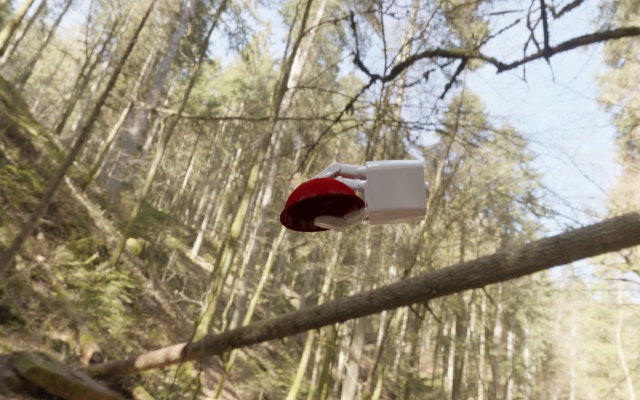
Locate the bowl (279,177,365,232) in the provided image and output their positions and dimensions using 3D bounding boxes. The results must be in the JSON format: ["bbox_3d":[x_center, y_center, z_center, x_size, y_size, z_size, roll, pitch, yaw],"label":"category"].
[{"bbox_3d":[-0.001,0.003,0.896,0.162,0.055,0.162,-9,-26,-4],"label":"bowl"}]
